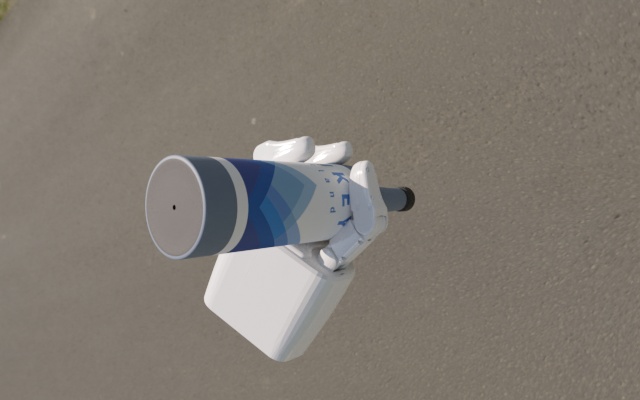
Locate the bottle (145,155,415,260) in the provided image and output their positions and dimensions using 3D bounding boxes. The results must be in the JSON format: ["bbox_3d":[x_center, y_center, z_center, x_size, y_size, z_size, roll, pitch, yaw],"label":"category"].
[{"bbox_3d":[0.000,0.001,0.414,0.069,0.069,0.296,0,1,39],"label":"bottle"}]
